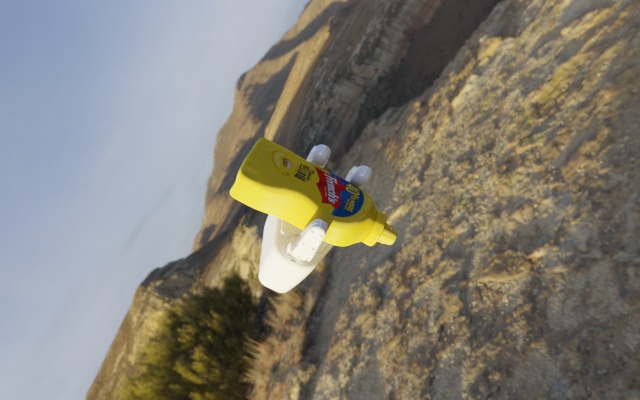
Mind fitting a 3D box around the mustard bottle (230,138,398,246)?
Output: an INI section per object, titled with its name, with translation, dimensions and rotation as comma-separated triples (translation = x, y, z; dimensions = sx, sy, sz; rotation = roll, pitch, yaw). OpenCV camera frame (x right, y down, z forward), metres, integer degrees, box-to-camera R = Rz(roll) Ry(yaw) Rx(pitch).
[mustard bottle]
translation = 0.000, 0.001, 0.544
dimensions = 0.191, 0.058, 0.096
rotation = 27, 32, -6
